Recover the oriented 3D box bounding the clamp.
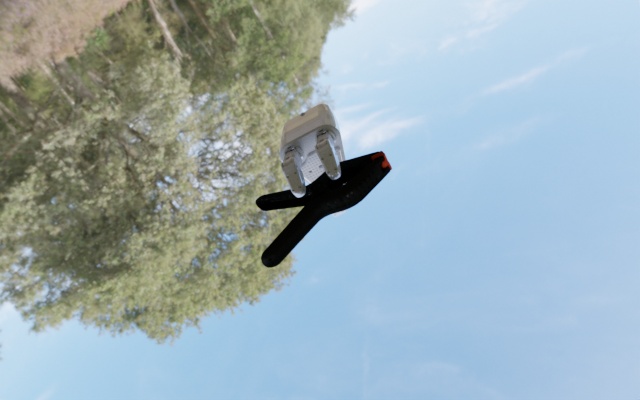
[{"bbox_3d":[0.001,0.002,0.645,0.210,0.036,0.164,-26,31,12],"label":"clamp"}]
